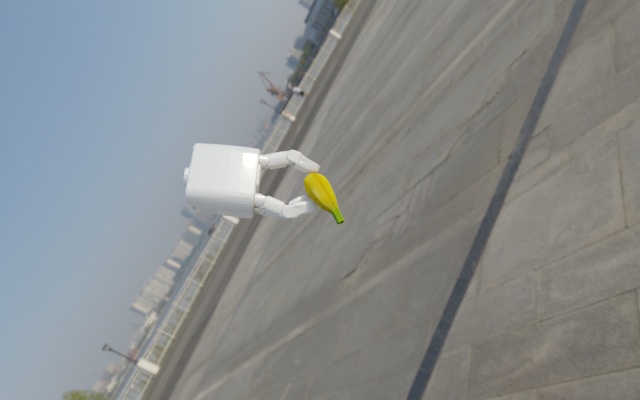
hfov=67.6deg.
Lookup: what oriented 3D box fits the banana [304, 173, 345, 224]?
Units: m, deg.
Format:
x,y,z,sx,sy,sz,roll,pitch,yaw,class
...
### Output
x,y,z,sx,sy,sz,roll,pitch,yaw,class
-0.004,-0.014,0.793,0.037,0.070,0.197,-18,15,-5,banana
